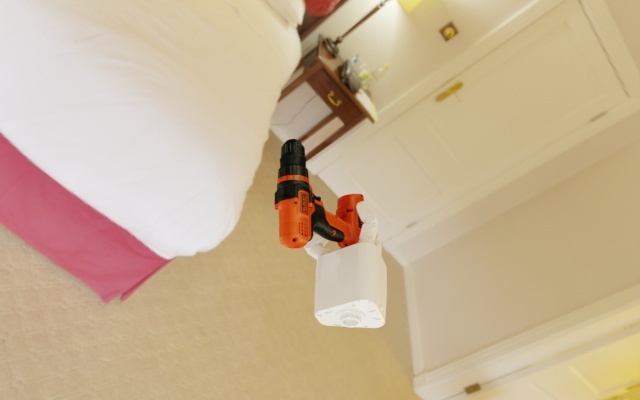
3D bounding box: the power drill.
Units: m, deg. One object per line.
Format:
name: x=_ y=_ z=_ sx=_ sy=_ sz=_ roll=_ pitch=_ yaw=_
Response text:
power drill: x=0.000 y=0.003 z=0.813 sx=0.057 sy=0.184 sz=0.188 roll=-17 pitch=-25 yaw=40
